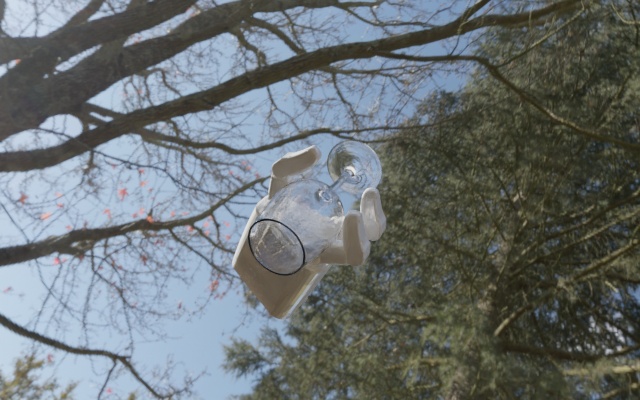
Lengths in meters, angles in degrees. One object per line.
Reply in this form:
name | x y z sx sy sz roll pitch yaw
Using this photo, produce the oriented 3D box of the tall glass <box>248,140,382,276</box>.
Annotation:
tall glass | 0.000 0.001 0.524 0.079 0.079 0.201 0 25 28
